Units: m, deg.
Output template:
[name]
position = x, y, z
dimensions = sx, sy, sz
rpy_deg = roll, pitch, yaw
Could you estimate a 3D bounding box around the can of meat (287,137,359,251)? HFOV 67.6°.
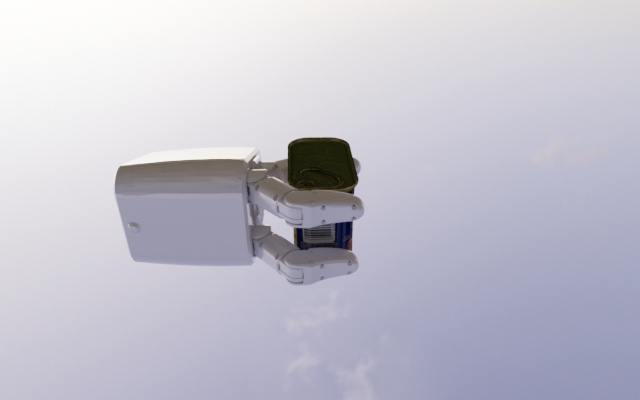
[can of meat]
position = 0.000, 0.002, 0.430
dimensions = 0.057, 0.084, 0.102
rpy_deg = -2, 31, -3
